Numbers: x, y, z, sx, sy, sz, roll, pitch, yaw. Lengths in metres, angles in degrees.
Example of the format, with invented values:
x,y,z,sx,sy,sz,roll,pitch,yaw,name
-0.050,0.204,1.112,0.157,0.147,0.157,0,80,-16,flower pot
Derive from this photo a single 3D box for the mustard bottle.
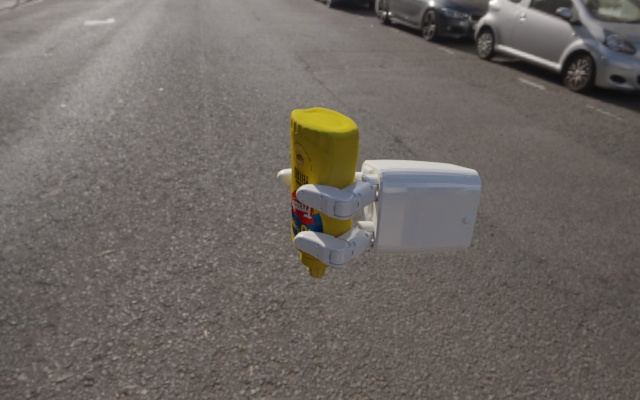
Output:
x,y,z,sx,sy,sz,roll,pitch,yaw,name
0.000,0.002,0.525,0.058,0.192,0.096,-12,30,-27,mustard bottle
